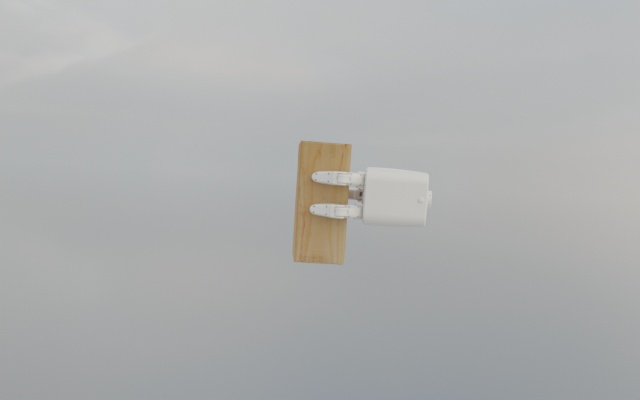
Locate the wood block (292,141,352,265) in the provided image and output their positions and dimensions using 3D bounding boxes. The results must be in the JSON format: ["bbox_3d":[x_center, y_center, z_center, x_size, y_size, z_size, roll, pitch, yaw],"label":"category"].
[{"bbox_3d":[0.001,0.003,0.852,0.090,0.206,0.091,4,3,-4],"label":"wood block"}]
